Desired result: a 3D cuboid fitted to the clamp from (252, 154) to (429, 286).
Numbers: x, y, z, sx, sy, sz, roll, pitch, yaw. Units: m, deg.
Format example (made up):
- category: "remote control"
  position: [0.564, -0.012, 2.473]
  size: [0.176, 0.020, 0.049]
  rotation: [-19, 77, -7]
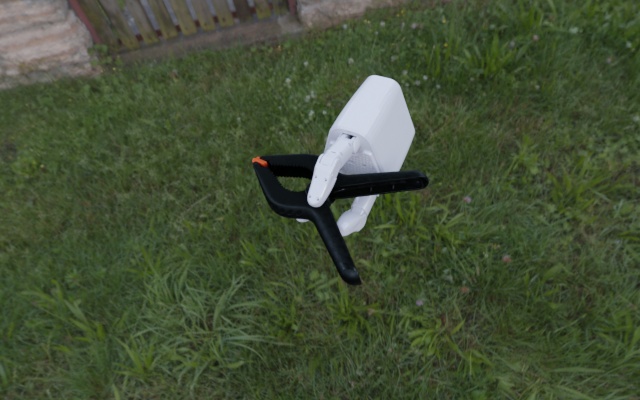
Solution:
- category: "clamp"
  position: [0.000, 0.001, 0.559]
  size: [0.210, 0.164, 0.036]
  rotation: [19, -34, 22]
